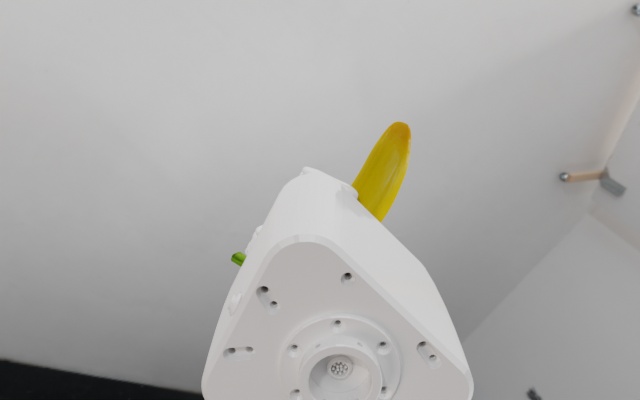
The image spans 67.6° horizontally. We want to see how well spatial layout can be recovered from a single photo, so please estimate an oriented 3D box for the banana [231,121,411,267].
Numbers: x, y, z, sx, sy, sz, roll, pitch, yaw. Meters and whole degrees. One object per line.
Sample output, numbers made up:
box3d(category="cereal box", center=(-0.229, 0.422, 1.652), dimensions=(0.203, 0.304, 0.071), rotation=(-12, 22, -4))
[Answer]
box3d(category="banana", center=(0.007, 0.018, 0.395), dimensions=(0.198, 0.069, 0.037), rotation=(-38, -18, 13))
